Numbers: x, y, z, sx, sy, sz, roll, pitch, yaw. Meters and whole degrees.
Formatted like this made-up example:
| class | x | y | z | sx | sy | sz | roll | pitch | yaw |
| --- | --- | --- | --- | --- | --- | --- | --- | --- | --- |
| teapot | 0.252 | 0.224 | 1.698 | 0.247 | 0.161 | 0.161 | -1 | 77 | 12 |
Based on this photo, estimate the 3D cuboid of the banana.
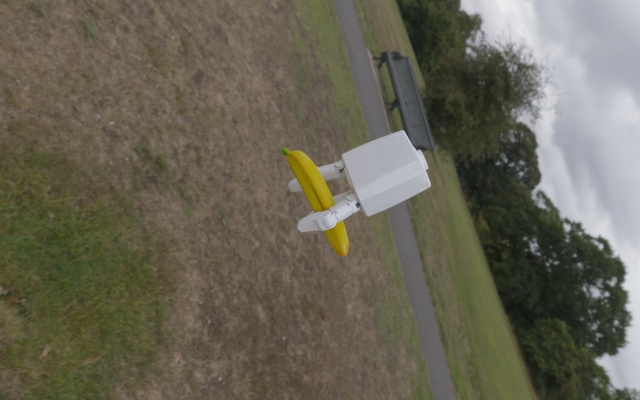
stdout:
| class | x | y | z | sx | sy | sz | roll | pitch | yaw |
| --- | --- | --- | --- | --- | --- | --- | --- | --- | --- |
| banana | 0.000 | 0.000 | 0.738 | 0.037 | 0.198 | 0.069 | -28 | 3 | -3 |
